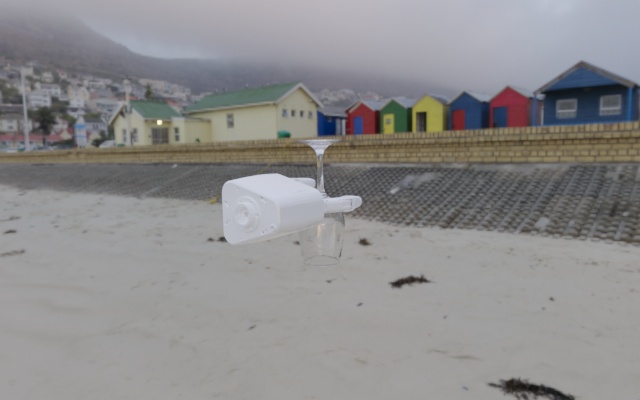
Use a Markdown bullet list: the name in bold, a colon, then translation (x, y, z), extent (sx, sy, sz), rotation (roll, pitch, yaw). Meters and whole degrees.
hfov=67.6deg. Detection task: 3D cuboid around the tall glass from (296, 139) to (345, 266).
- **tall glass**: translation (0.000, 0.002, 0.777), extent (0.079, 0.201, 0.079), rotation (-1, 6, 0)
